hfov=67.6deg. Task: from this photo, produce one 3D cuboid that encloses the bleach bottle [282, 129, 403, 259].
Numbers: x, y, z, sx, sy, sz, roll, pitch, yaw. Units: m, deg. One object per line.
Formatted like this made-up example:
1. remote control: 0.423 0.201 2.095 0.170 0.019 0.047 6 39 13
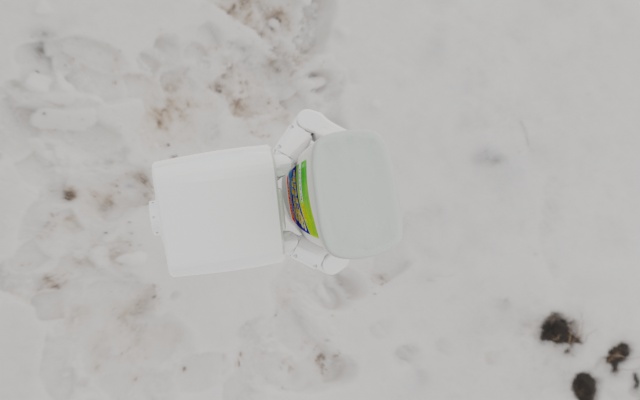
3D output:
1. bleach bottle: 0.000 0.001 0.479 0.068 0.102 0.251 -9 -2 -14
